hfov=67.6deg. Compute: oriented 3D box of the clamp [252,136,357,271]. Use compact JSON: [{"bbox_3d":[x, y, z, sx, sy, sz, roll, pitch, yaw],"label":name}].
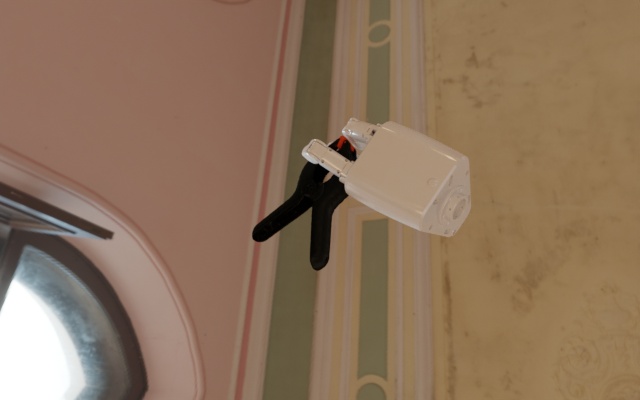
[{"bbox_3d":[0.000,0.002,0.580,0.120,0.171,0.039,32,-6,36],"label":"clamp"}]
